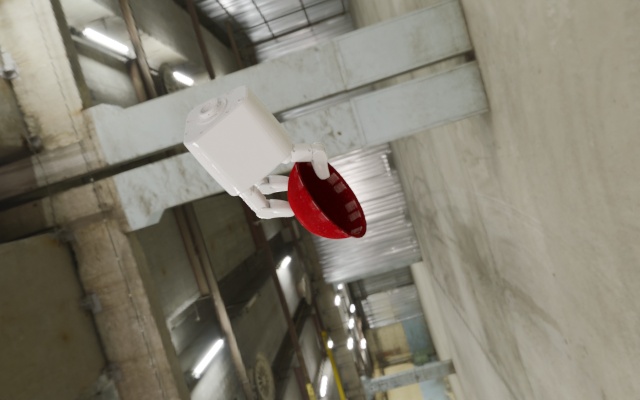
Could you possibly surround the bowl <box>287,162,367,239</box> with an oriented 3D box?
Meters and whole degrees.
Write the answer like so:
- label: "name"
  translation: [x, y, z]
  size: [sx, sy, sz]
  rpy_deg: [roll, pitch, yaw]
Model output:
- label: "bowl"
  translation: [0.001, 0.004, 0.737]
  size: [0.055, 0.162, 0.162]
  rpy_deg: [-38, -17, 23]
